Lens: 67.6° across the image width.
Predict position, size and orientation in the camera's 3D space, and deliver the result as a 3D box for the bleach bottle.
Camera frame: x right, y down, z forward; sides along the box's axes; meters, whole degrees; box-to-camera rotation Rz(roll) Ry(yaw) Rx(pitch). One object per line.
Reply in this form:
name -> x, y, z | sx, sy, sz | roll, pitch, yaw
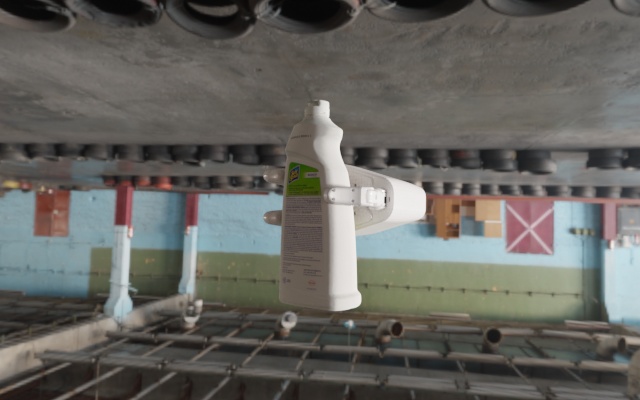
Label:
bleach bottle -> 0.000, 0.002, 0.590 | 0.102, 0.251, 0.068 | 0, -3, 35
